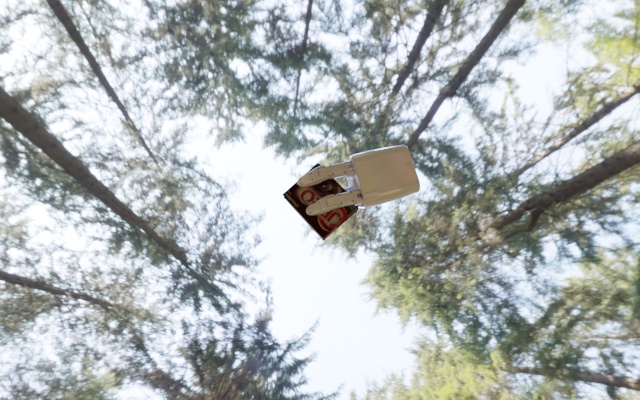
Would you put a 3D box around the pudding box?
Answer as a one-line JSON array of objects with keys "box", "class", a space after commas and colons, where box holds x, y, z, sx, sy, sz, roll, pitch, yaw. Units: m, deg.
[{"box": [0.000, 0.003, 0.868, 0.090, 0.113, 0.039, -42, -11, -10], "class": "pudding box"}]
